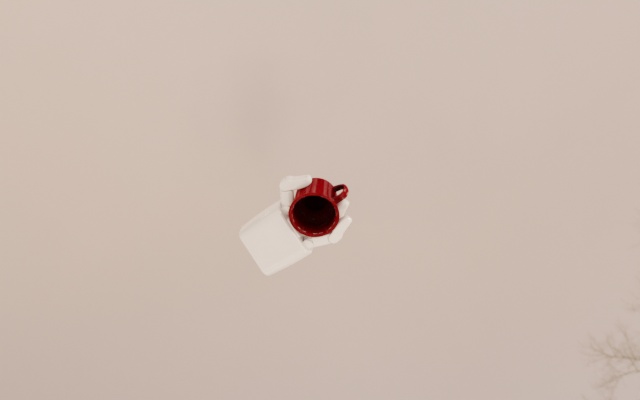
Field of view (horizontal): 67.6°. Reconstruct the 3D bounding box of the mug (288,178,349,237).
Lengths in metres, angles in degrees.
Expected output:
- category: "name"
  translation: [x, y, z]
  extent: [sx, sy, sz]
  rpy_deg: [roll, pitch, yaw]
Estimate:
- category: "mug"
  translation: [0.001, 0.002, 0.894]
  extent: [0.117, 0.093, 0.081]
  rpy_deg: [-31, 22, 18]
